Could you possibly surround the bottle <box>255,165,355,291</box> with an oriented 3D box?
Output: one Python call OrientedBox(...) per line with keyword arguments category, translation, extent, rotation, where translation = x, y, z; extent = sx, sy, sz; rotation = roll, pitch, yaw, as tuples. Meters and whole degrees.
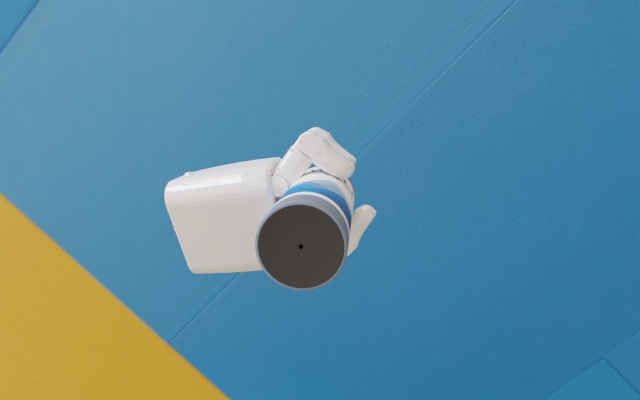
OrientedBox(category="bottle", translation=(0.000, 0.002, 0.479), extent=(0.069, 0.069, 0.295), rotation=(0, 12, 6))
